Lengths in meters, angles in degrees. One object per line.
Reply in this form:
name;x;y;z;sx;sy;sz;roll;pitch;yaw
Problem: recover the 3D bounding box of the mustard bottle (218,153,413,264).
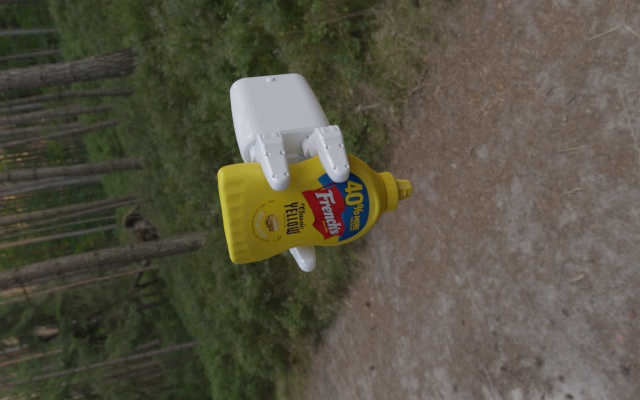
mustard bottle;0.000;0.002;0.474;0.191;0.096;0.058;-9;27;-13
